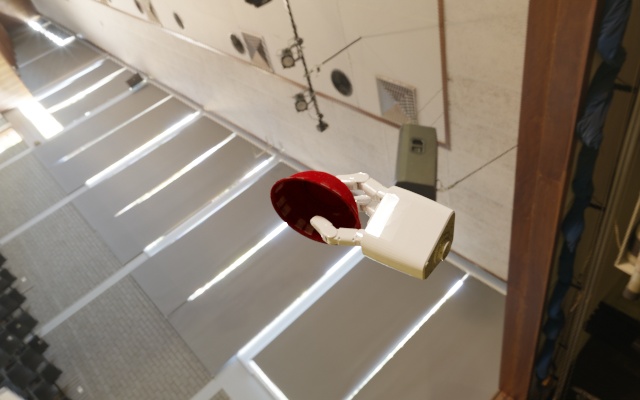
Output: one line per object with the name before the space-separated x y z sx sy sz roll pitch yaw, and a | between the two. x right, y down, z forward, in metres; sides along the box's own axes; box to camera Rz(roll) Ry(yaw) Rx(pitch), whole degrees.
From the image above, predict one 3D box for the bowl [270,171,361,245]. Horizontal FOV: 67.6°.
bowl | -0.001 0.002 0.791 0.162 0.055 0.162 18 -36 14
